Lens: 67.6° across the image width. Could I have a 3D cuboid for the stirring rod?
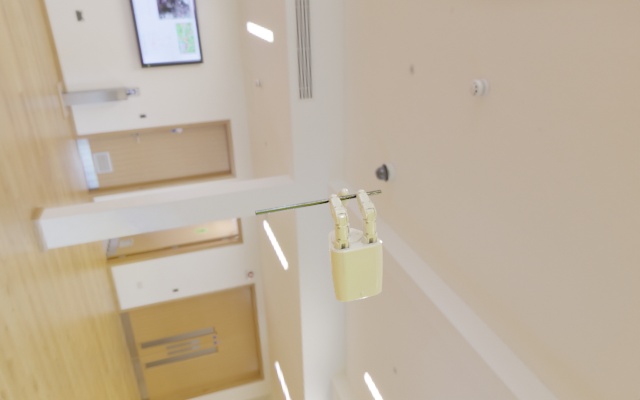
[{"bbox_3d":[0.000,0.003,0.872,0.239,0.011,0.011,-10,3,-16],"label":"stirring rod"}]
